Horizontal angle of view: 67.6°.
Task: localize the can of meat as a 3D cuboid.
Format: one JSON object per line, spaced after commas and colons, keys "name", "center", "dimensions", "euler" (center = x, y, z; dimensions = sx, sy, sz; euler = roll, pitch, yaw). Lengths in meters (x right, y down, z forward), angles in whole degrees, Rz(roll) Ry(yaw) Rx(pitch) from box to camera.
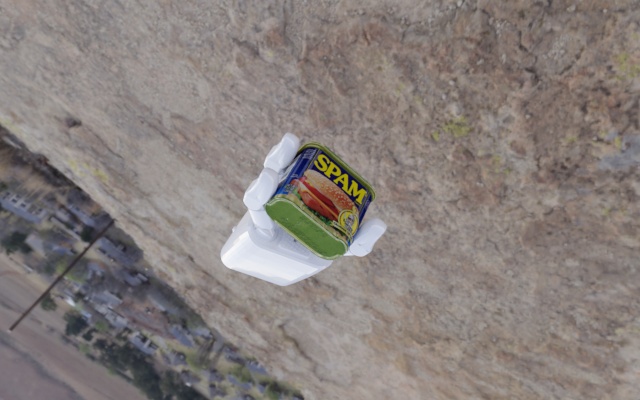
{"name": "can of meat", "center": [0.000, 0.002, 0.512], "dimensions": [0.102, 0.084, 0.057], "euler": [39, -37, -14]}
